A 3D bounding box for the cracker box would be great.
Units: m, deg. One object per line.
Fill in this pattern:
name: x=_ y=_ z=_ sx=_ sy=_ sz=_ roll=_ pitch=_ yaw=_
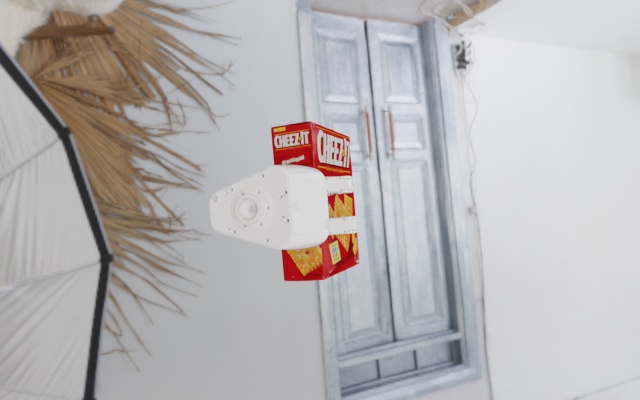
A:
cracker box: x=0.000 y=0.003 z=0.713 sx=0.072 sy=0.213 sz=0.164 roll=-5 pitch=-2 yaw=22
